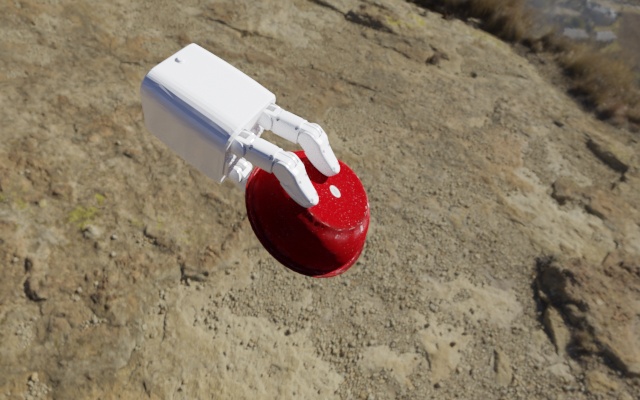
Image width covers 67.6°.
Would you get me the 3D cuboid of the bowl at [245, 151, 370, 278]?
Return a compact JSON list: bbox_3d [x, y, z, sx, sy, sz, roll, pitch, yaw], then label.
[{"bbox_3d":[0.001,0.002,0.535,0.162,0.162,0.055,0,-26,-36],"label":"bowl"}]
